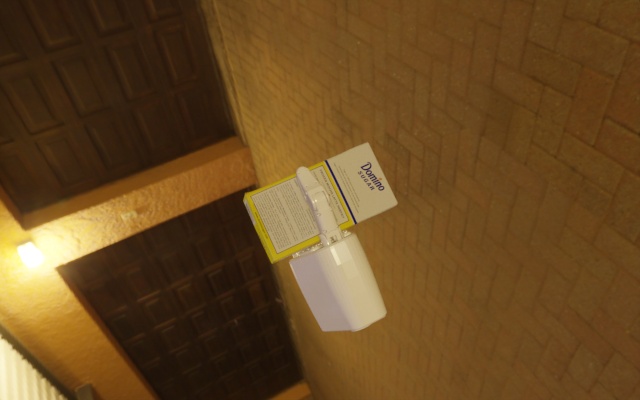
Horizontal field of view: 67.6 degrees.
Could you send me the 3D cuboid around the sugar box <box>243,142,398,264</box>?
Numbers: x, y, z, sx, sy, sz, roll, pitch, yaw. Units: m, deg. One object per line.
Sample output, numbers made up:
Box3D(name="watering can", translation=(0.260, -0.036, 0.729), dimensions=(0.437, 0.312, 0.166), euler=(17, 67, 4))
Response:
Box3D(name="sugar box", translation=(0.000, 0.002, 0.612), dimensions=(0.176, 0.093, 0.048), euler=(-23, -6, -16))
